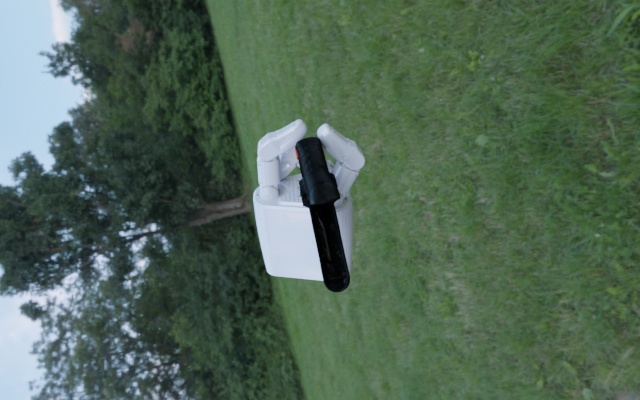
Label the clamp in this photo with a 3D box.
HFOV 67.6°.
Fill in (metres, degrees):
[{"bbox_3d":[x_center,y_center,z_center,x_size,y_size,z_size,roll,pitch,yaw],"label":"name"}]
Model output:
[{"bbox_3d":[-0.001,0.001,0.463,0.039,0.120,0.171,-5,31,-4],"label":"clamp"}]
